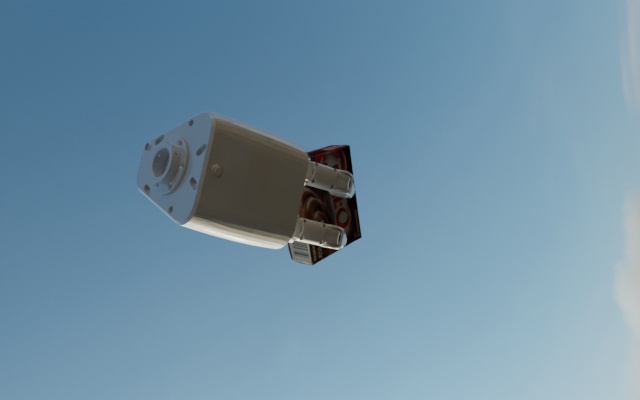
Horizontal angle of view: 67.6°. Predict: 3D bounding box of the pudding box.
[{"bbox_3d":[0.000,0.002,0.522,0.039,0.113,0.090,7,20,41],"label":"pudding box"}]
